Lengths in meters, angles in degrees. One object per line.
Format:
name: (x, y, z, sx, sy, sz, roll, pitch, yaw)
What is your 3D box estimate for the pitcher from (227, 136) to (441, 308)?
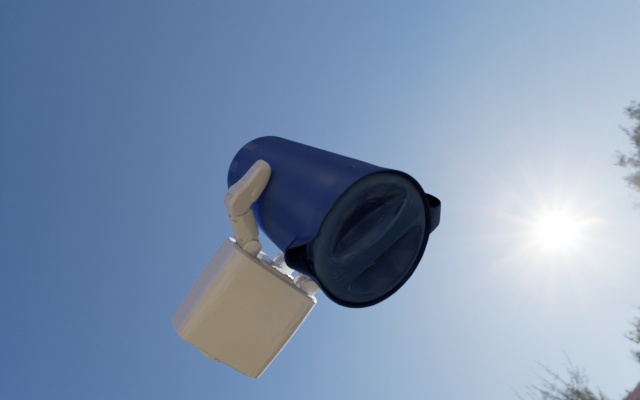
pitcher: (0.000, 0.002, 0.524, 0.149, 0.145, 0.242, 38, -5, -37)
